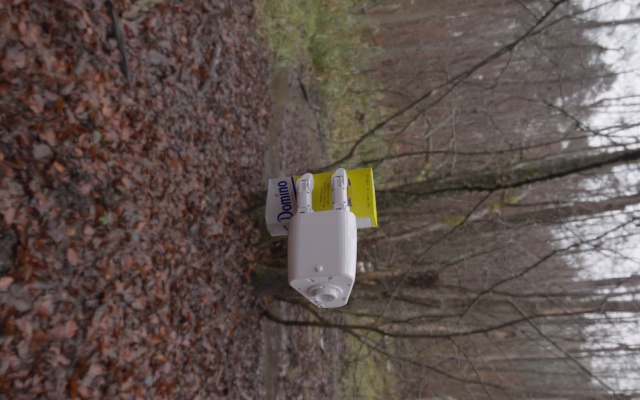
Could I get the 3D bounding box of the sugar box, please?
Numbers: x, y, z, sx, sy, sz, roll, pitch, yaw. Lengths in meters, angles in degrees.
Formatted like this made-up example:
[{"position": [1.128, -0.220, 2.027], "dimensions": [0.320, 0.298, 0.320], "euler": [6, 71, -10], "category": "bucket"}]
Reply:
[{"position": [0.000, 0.002, 0.777], "dimensions": [0.176, 0.093, 0.048], "euler": [-5, -34, 8], "category": "sugar box"}]
